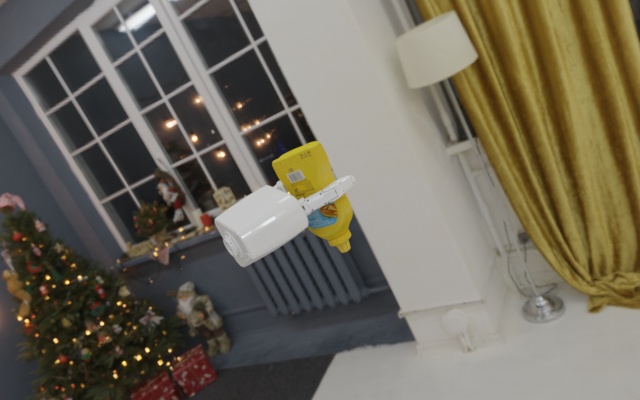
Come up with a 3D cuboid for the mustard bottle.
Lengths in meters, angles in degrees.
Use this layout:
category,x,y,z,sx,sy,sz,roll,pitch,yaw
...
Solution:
category,x,y,z,sx,sy,sz,roll,pitch,yaw
mustard bottle,0.000,0.002,0.794,0.096,0.192,0.058,-17,16,40
